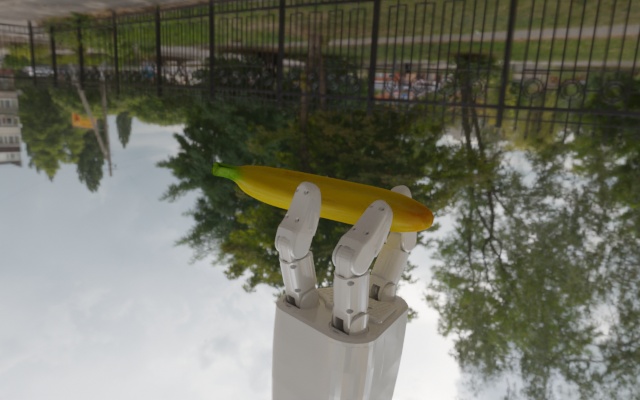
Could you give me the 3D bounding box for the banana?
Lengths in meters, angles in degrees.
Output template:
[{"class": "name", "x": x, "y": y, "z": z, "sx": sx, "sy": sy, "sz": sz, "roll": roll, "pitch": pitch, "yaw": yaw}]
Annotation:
[{"class": "banana", "x": 0.004, "y": -0.001, "z": 0.420, "sx": 0.198, "sy": 0.037, "sz": 0.069, "roll": 12, "pitch": 9, "yaw": 20}]
